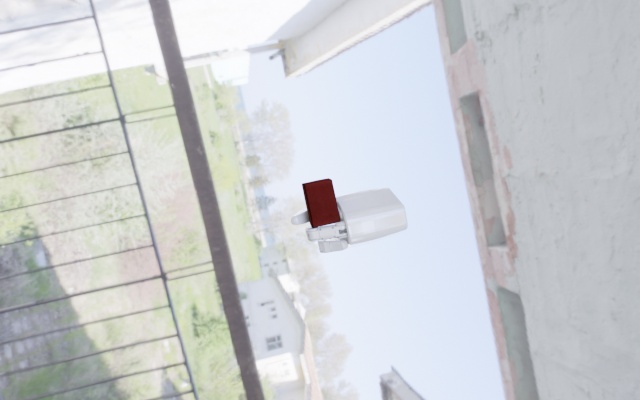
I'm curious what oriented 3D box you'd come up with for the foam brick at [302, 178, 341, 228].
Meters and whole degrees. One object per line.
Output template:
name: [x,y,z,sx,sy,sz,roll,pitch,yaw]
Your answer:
foam brick: [0.000,0.002,0.836,0.051,0.078,0.053,-12,7,-4]
